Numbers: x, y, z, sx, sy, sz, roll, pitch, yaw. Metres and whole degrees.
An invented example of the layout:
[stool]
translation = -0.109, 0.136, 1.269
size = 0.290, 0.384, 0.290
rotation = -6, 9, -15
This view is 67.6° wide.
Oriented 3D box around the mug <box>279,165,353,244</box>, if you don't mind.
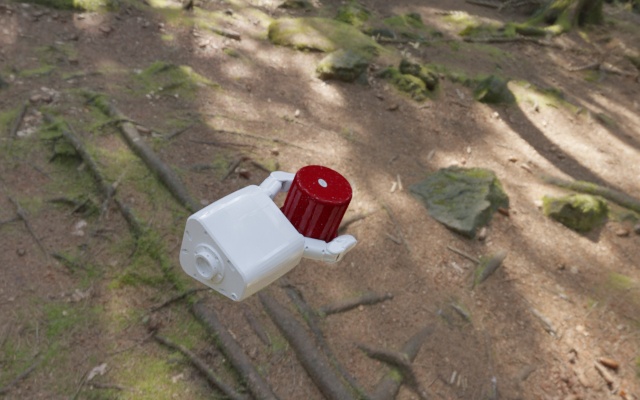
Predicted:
[mug]
translation = 0.001, 0.002, 0.655
size = 0.093, 0.081, 0.117
rotation = 37, 38, 18
